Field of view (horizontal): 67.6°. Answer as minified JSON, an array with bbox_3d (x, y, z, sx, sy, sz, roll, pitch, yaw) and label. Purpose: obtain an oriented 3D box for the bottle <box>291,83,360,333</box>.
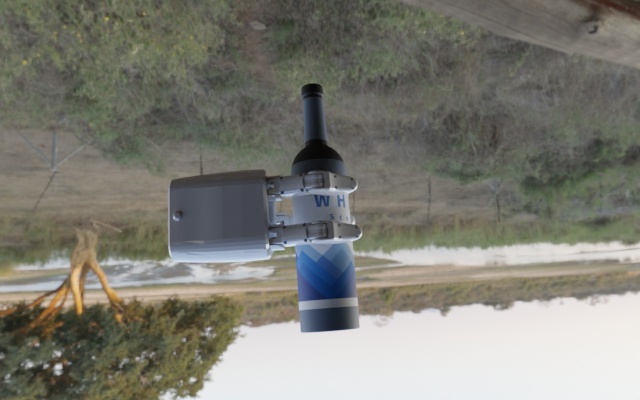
[{"bbox_3d":[0.000,0.002,0.565,0.069,0.295,0.069,-4,-13,-1],"label":"bottle"}]
